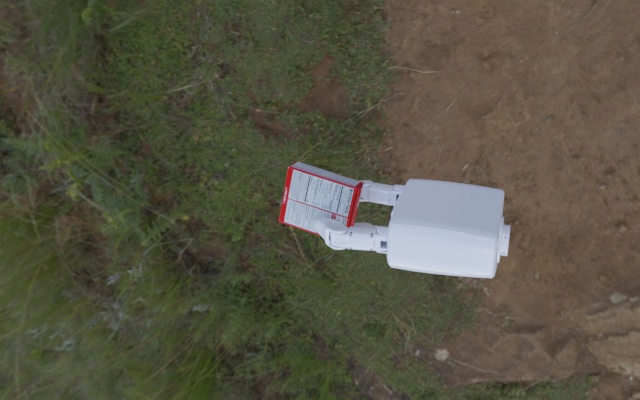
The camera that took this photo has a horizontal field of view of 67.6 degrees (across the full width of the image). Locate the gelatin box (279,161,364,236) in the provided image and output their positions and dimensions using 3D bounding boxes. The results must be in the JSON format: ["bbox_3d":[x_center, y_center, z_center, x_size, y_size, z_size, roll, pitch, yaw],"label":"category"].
[{"bbox_3d":[0.000,0.002,0.565,0.089,0.073,0.030,18,24,15],"label":"gelatin box"}]
